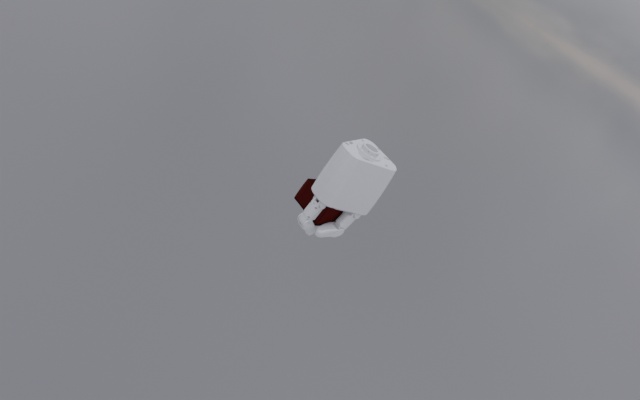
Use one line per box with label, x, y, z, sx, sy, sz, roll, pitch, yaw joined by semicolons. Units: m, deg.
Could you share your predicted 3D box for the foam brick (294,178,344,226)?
foam brick;0.000;0.003;0.887;0.053;0.051;0.078;2;41;-48
